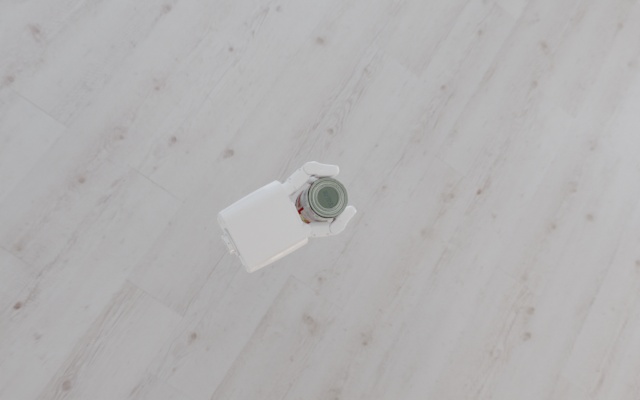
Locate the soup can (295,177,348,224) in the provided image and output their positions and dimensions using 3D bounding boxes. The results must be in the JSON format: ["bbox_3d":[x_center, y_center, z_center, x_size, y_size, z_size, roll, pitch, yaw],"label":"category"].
[{"bbox_3d":[0.001,0.002,0.799,0.068,0.068,0.102,0,-9,-14],"label":"soup can"}]
